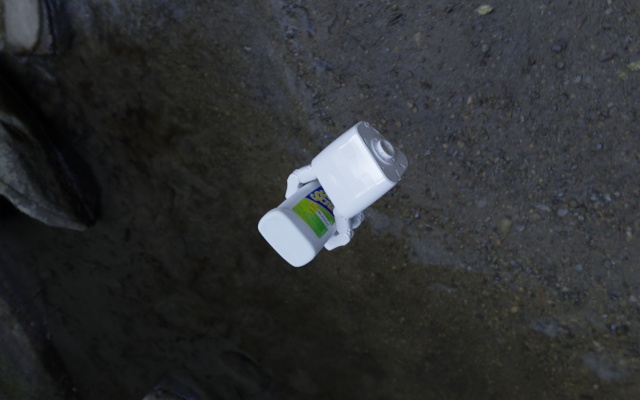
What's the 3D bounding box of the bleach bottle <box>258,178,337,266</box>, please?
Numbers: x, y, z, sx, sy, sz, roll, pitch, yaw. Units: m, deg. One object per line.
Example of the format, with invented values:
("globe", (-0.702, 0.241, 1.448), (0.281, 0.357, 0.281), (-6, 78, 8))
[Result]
("bleach bottle", (0.000, 0.003, 0.821), (0.068, 0.102, 0.250), (-37, 8, 39))
